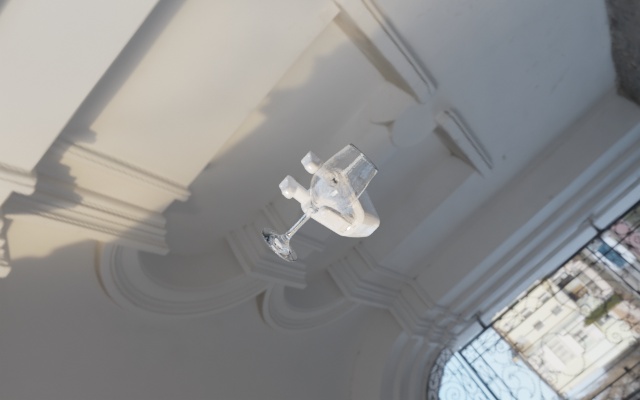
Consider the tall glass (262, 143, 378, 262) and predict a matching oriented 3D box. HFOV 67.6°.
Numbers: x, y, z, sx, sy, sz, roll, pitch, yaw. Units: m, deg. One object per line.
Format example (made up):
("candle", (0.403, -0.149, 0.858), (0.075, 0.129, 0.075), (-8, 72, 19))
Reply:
("tall glass", (0.000, 0.003, 0.757), (0.079, 0.201, 0.079), (41, 12, -11))
